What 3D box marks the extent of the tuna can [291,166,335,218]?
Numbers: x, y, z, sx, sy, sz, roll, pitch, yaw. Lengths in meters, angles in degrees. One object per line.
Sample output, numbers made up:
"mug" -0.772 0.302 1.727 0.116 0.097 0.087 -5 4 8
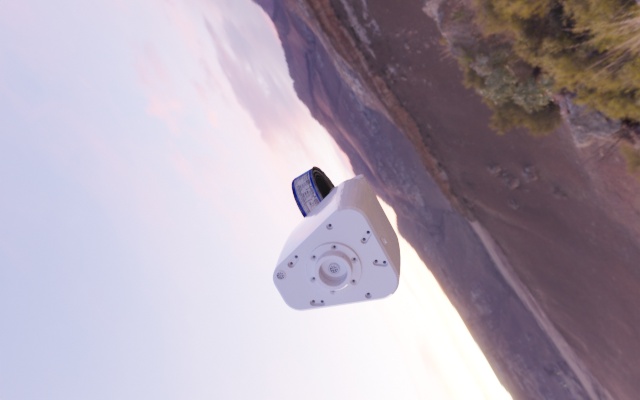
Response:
"tuna can" 0.000 0.002 0.595 0.034 0.086 0.086 -30 -9 16
